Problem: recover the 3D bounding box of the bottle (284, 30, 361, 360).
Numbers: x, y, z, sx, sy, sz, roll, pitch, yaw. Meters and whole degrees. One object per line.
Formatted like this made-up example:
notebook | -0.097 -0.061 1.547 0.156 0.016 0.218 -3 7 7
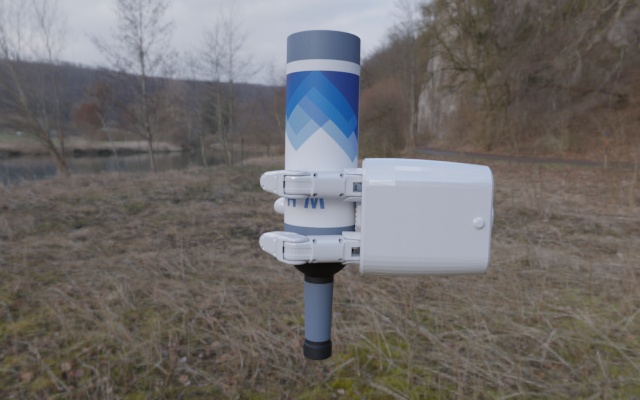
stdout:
bottle | 0.000 0.001 0.443 0.069 0.296 0.069 1 6 0
